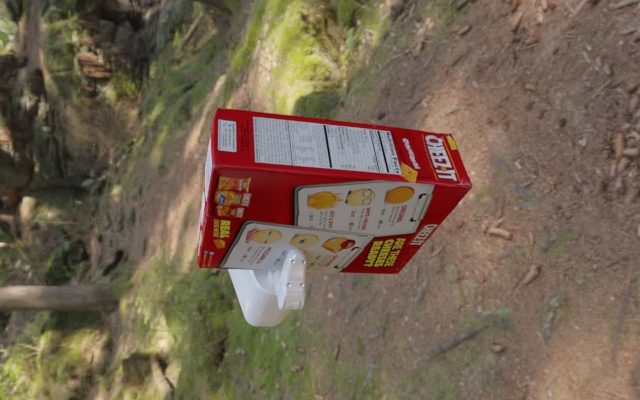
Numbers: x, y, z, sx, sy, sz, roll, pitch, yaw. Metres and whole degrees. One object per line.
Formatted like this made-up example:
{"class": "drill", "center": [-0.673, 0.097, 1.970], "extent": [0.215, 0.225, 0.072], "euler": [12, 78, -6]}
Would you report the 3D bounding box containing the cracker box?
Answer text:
{"class": "cracker box", "center": [0.000, 0.002, 0.444], "extent": [0.214, 0.072, 0.164], "euler": [3, -35, -16]}
